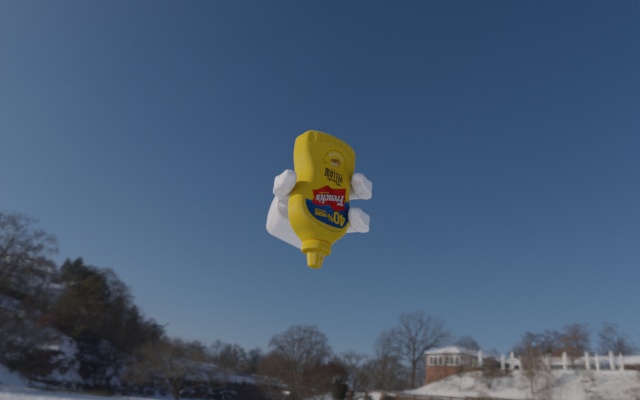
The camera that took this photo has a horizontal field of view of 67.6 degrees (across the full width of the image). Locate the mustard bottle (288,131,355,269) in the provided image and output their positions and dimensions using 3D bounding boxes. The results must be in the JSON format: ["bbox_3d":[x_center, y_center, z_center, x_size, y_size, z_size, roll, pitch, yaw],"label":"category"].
[{"bbox_3d":[0.000,0.002,0.681,0.096,0.191,0.058,22,-27,-35],"label":"mustard bottle"}]
